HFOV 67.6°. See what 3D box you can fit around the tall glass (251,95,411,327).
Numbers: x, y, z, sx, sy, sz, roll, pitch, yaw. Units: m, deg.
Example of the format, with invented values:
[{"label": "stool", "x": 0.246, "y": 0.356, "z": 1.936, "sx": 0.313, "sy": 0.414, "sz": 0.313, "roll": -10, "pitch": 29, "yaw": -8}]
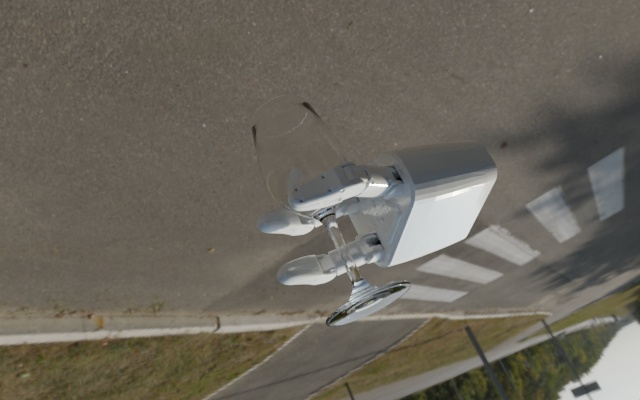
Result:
[{"label": "tall glass", "x": 0.000, "y": 0.002, "z": 0.419, "sx": 0.079, "sy": 0.201, "sz": 0.079, "roll": -21, "pitch": -25, "yaw": -10}]
